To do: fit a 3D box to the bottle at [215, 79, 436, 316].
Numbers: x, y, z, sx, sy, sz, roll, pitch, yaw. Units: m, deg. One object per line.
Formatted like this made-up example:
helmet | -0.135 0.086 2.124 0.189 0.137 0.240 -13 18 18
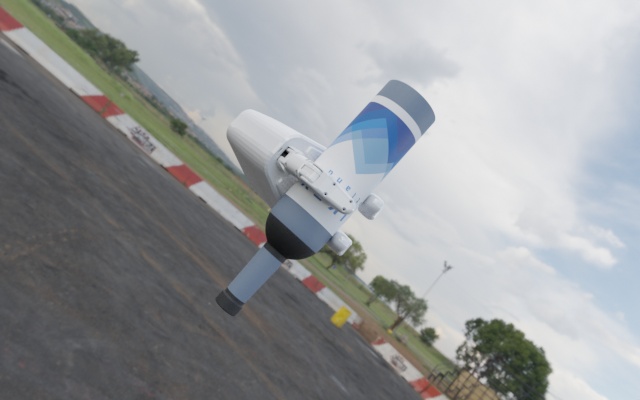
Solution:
bottle | 0.000 0.001 0.504 0.069 0.295 0.069 42 -5 5
